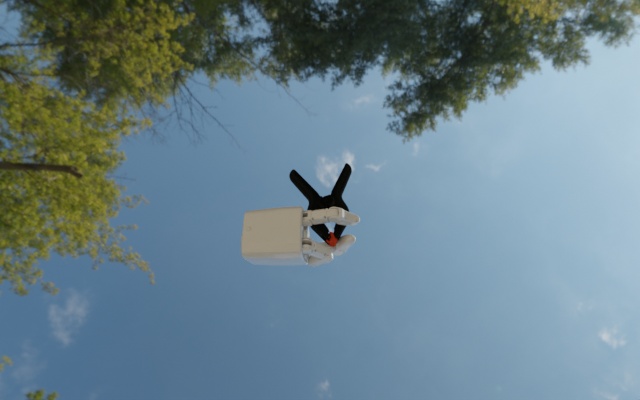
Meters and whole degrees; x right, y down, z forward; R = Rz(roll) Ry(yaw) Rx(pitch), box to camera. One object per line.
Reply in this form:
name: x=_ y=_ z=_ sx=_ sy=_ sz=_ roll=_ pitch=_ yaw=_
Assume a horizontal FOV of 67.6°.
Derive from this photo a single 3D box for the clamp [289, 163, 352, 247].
clamp: x=0.000 y=0.003 z=0.891 sx=0.120 sy=0.171 sz=0.039 roll=-3 pitch=-32 yaw=5
